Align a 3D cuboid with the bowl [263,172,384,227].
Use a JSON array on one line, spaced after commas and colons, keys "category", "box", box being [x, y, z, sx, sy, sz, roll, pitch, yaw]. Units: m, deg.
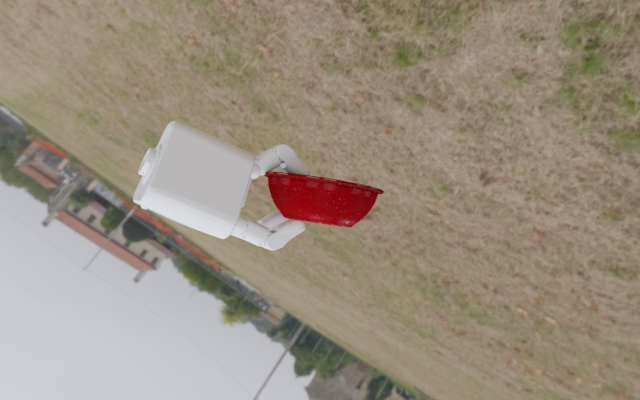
[{"category": "bowl", "box": [0.001, 0.003, 0.631, 0.162, 0.055, 0.162, 8, -2, 0]}]
